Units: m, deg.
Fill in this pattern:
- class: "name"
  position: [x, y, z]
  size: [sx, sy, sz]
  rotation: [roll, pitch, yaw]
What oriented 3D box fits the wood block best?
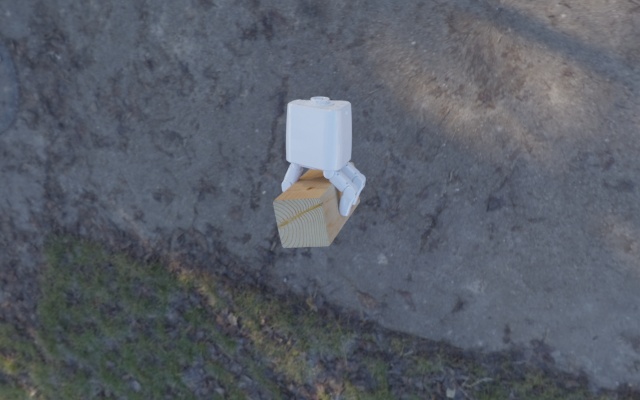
- class: "wood block"
  position: [0.000, 0.003, 0.890]
  size: [0.091, 0.090, 0.206]
  rotation: [-3, 19, 21]
